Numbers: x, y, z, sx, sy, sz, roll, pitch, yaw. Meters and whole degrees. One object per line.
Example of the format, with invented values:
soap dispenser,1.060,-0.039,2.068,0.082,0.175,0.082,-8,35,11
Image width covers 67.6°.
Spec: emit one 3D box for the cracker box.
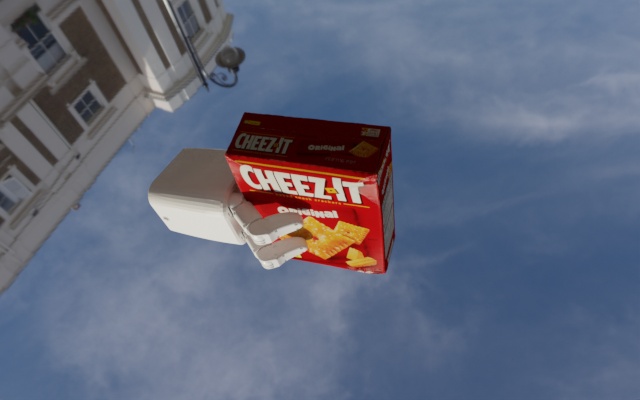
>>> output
cracker box,0.000,0.002,0.564,0.164,0.072,0.214,8,-33,15
